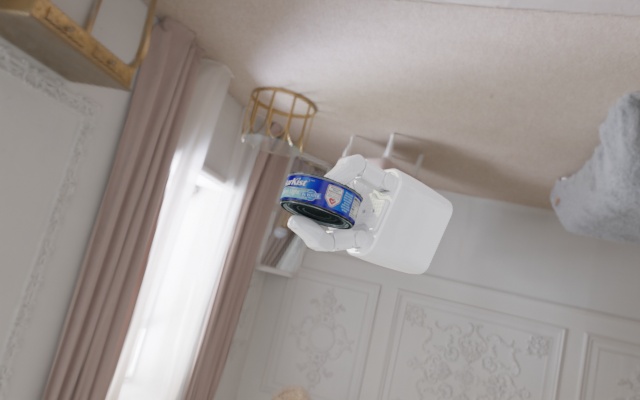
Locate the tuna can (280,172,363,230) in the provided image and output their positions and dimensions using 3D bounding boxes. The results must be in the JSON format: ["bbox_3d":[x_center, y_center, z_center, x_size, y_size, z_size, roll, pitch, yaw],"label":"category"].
[{"bbox_3d":[0.000,0.002,0.514,0.086,0.033,0.086,17,-13,4],"label":"tuna can"}]
